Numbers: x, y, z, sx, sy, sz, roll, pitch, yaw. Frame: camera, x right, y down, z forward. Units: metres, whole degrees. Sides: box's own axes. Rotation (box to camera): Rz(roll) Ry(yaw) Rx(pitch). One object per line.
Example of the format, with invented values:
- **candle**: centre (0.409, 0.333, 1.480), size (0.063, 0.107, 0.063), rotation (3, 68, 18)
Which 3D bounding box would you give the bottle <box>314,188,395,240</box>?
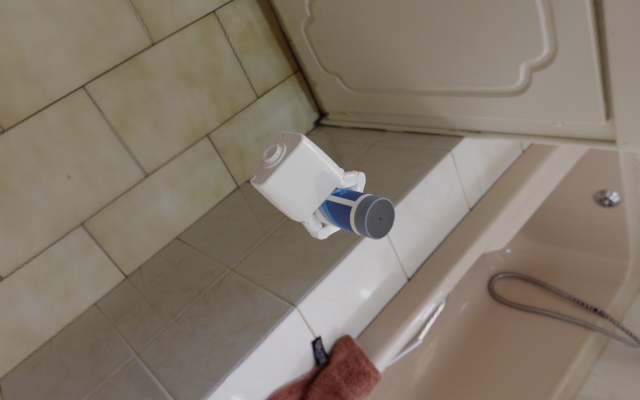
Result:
- **bottle**: centre (0.000, 0.003, 0.842), size (0.069, 0.069, 0.295), rotation (0, 10, -40)
